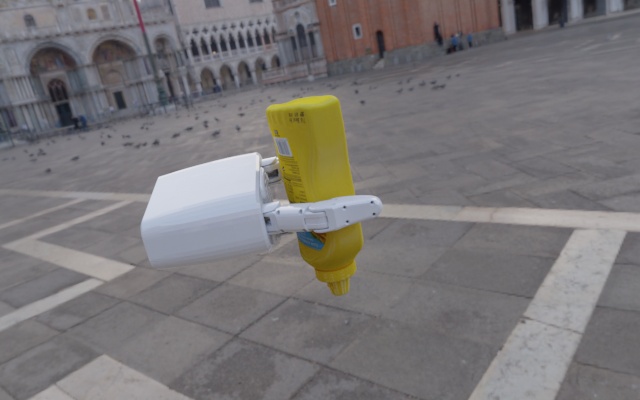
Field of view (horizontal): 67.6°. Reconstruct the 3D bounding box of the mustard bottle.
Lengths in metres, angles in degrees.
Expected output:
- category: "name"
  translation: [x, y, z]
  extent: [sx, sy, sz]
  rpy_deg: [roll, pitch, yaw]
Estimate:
- category: "mustard bottle"
  translation: [0.000, 0.001, 0.450]
  extent: [0.058, 0.192, 0.096]
  rpy_deg: [-19, 17, -23]
